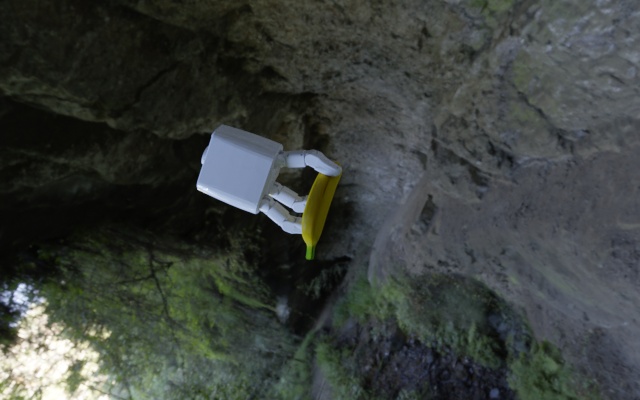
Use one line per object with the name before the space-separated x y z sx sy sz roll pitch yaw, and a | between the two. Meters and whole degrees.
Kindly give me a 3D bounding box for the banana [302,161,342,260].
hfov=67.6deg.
banana | 0.002 -0.006 0.757 0.037 0.197 0.070 18 -37 3
